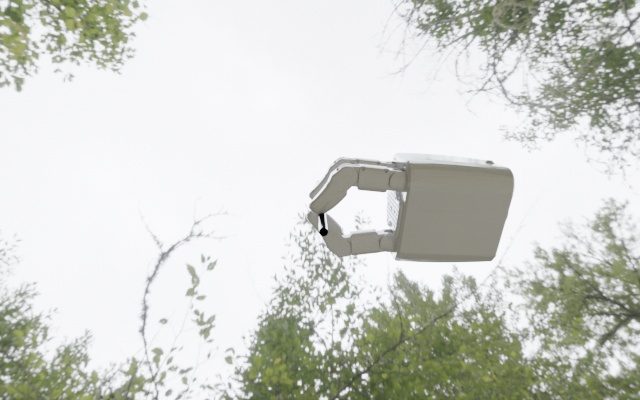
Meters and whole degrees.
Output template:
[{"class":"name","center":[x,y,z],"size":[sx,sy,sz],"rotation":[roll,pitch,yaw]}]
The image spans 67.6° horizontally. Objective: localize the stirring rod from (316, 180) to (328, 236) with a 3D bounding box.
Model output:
[{"class":"stirring rod","center":[0.000,0.002,0.532],"size":[0.011,0.011,0.239],"rotation":[0,12,-1]}]
